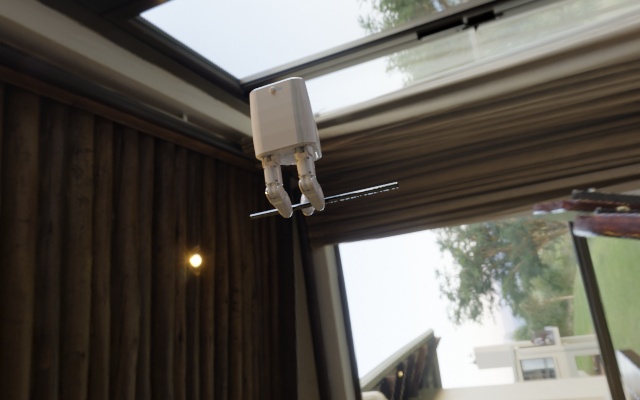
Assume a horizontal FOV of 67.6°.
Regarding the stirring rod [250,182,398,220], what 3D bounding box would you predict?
[{"bbox_3d":[0.000,0.002,0.726,0.239,0.011,0.011,-13,-4,19],"label":"stirring rod"}]
